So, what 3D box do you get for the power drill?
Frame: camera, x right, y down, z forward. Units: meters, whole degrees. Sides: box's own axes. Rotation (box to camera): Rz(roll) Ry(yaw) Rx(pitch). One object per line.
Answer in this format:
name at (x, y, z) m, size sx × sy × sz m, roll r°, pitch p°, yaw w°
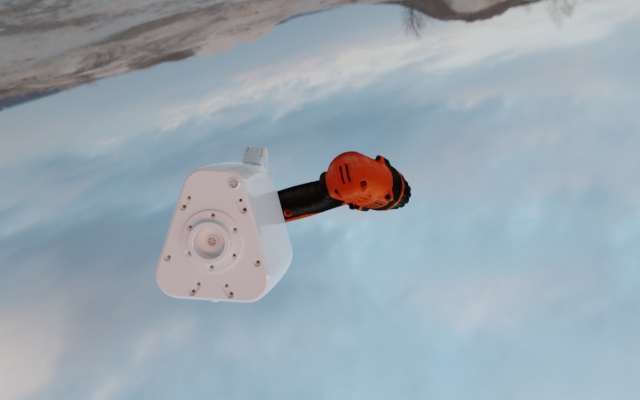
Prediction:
power drill at (0.000, 0.002, 0.536) m, size 0.188 × 0.057 × 0.184 m, roll -19°, pitch -14°, yaw 22°
